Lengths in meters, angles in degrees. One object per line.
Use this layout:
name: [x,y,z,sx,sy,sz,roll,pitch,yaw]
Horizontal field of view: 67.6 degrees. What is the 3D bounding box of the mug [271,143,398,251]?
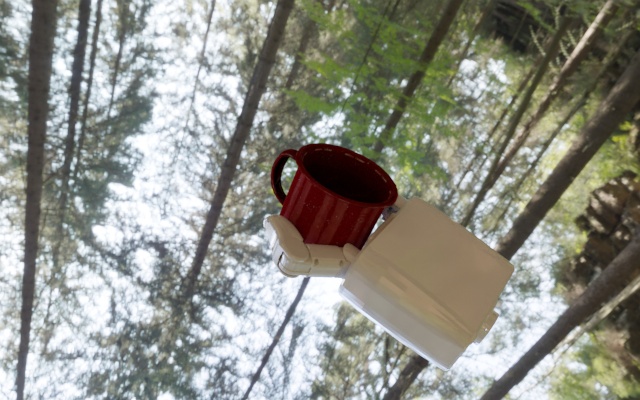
mug: [-0.001,0.001,0.427,0.117,0.081,0.093,36,32,19]
